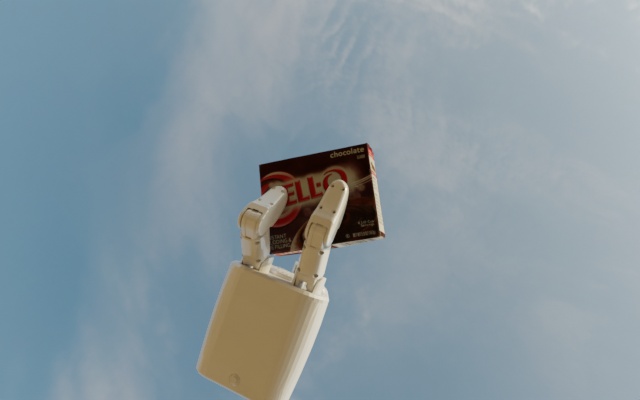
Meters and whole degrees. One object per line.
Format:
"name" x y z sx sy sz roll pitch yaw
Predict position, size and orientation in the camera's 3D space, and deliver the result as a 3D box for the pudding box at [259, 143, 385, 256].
"pudding box" 0.000 0.002 0.458 0.113 0.090 0.039 -10 -13 13
